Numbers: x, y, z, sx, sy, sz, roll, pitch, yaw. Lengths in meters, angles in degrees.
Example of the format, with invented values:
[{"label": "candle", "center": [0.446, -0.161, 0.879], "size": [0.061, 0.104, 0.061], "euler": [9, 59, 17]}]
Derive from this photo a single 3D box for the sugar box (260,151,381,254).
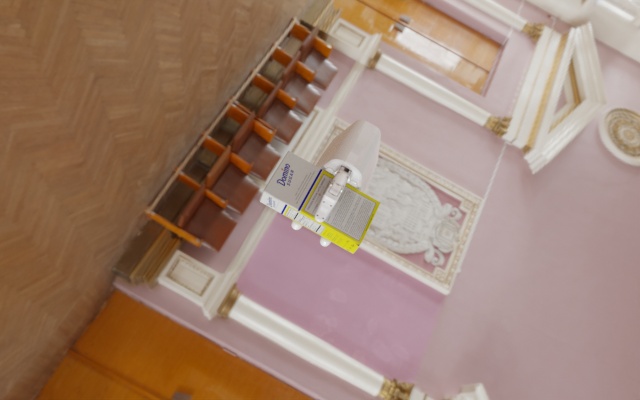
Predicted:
[{"label": "sugar box", "center": [0.000, 0.003, 0.779], "size": [0.176, 0.093, 0.048], "euler": [29, -31, 0]}]
